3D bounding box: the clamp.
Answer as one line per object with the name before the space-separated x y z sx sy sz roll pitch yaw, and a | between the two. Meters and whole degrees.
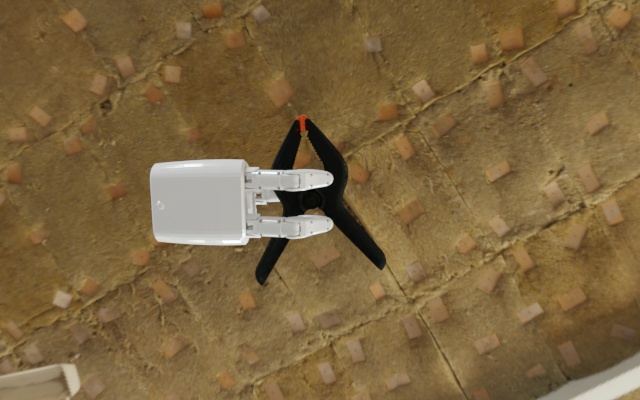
clamp | 0.000 0.001 0.587 0.164 0.210 0.036 -1 10 -3
